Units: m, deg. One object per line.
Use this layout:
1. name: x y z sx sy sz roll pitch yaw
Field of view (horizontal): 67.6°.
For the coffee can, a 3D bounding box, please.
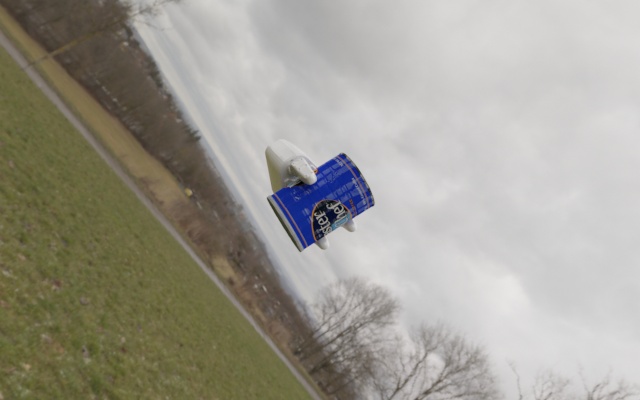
1. coffee can: 0.000 0.003 0.761 0.140 0.103 0.103 -32 5 -8
